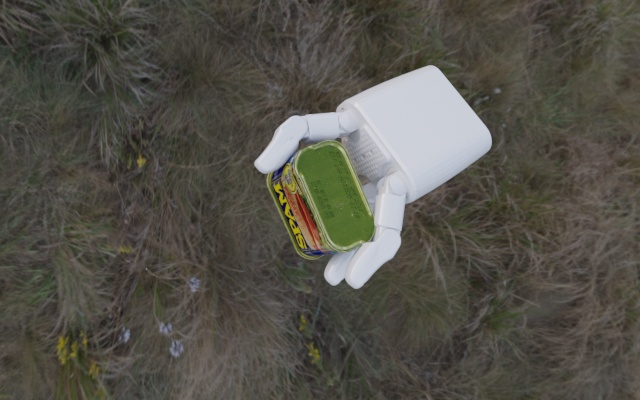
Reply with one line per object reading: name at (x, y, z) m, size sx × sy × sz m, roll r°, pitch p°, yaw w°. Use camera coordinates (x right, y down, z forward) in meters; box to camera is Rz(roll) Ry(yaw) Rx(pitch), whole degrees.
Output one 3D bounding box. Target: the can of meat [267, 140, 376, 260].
can of meat at (0.000, 0.001, 0.441) m, size 0.057 × 0.102 × 0.084 m, roll -24°, pitch 1°, yaw -22°
